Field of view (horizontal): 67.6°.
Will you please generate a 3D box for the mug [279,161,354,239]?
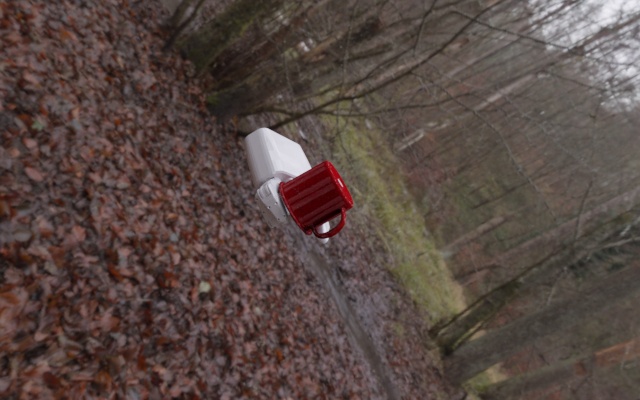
[{"bbox_3d":[0.001,0.003,0.709,0.081,0.117,0.093,-29,-35,10],"label":"mug"}]
